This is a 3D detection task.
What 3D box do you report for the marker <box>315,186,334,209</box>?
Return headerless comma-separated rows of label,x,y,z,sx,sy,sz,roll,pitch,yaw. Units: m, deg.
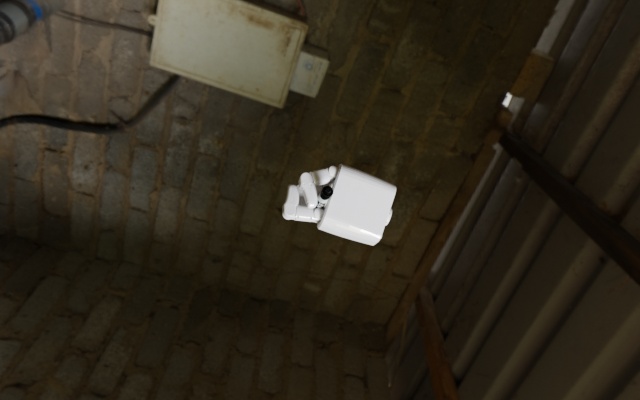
marker,0.000,0.003,0.800,0.020,0.020,0.121,0,-19,-13
